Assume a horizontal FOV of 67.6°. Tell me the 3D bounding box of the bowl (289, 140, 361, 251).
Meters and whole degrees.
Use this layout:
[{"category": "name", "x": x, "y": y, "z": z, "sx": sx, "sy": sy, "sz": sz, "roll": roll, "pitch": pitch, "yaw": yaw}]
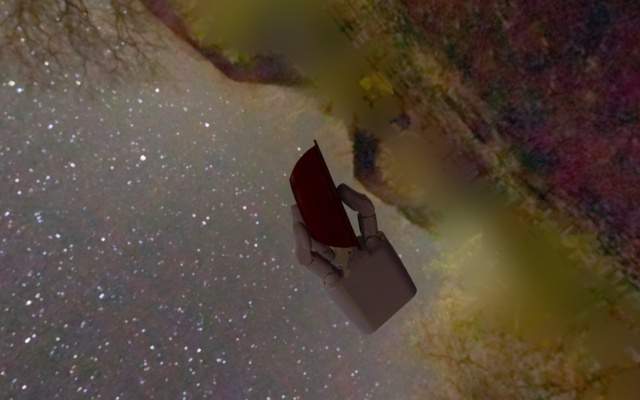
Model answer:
[{"category": "bowl", "x": -0.001, "y": 0.001, "z": 0.646, "sx": 0.055, "sy": 0.162, "sz": 0.162, "roll": -22, "pitch": -1, "yaw": 2}]
